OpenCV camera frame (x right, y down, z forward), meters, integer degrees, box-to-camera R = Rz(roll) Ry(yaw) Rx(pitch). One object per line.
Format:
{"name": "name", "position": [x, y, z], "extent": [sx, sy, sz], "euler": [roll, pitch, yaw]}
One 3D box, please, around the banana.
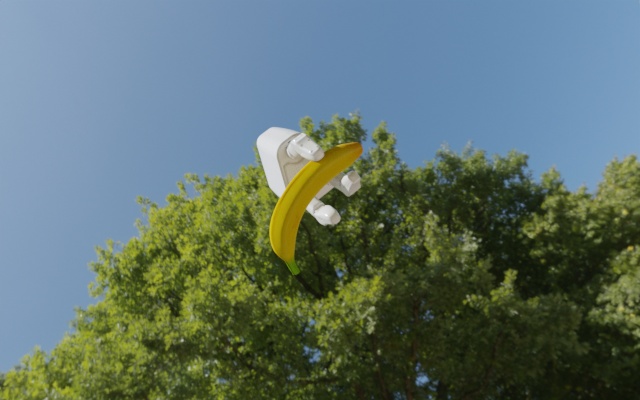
{"name": "banana", "position": [-0.016, -0.003, 0.635], "extent": [0.070, 0.198, 0.037], "euler": [29, -1, -27]}
